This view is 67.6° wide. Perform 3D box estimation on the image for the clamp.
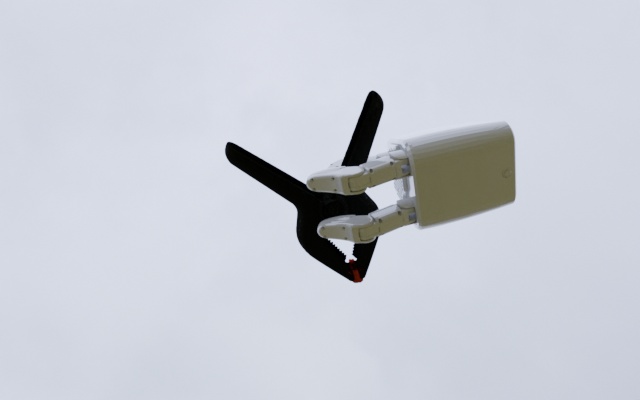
[{"bbox_3d":[0.000,0.002,0.512,0.164,0.210,0.036,-13,26,0],"label":"clamp"}]
